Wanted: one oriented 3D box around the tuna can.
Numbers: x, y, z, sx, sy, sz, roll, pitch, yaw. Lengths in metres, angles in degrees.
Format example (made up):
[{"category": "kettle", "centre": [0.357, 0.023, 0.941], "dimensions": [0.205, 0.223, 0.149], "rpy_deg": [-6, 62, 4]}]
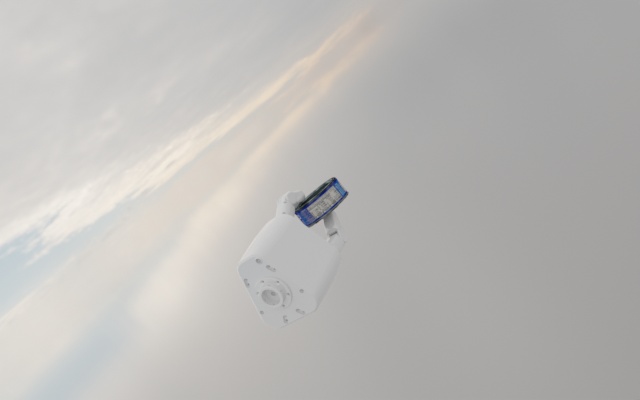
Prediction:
[{"category": "tuna can", "centre": [0.000, 0.002, 0.731], "dimensions": [0.086, 0.034, 0.086], "rpy_deg": [-39, 7, 5]}]
